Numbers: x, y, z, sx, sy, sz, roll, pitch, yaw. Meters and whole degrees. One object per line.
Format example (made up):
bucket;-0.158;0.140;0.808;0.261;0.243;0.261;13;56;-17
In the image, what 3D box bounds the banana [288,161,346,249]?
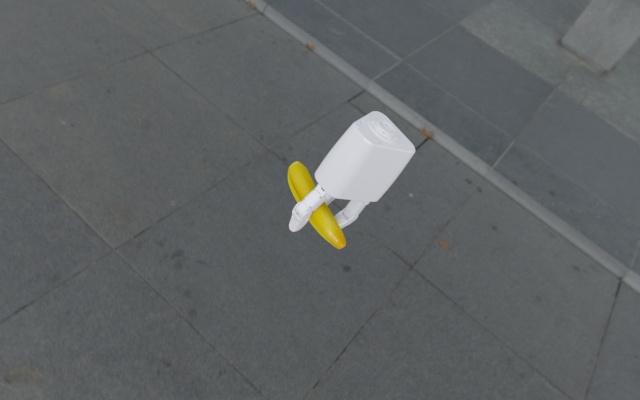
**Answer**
banana;-0.014;-0.006;0.772;0.070;0.037;0.197;26;27;-42
